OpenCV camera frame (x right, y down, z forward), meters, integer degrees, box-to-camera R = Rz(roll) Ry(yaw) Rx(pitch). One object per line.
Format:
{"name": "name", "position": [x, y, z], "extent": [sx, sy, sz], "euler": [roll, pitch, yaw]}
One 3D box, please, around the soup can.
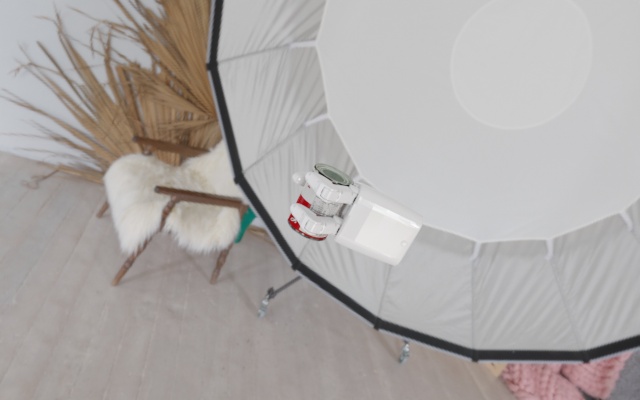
{"name": "soup can", "position": [0.000, 0.002, 0.735], "extent": [0.068, 0.102, 0.068], "euler": [24, 20, -9]}
